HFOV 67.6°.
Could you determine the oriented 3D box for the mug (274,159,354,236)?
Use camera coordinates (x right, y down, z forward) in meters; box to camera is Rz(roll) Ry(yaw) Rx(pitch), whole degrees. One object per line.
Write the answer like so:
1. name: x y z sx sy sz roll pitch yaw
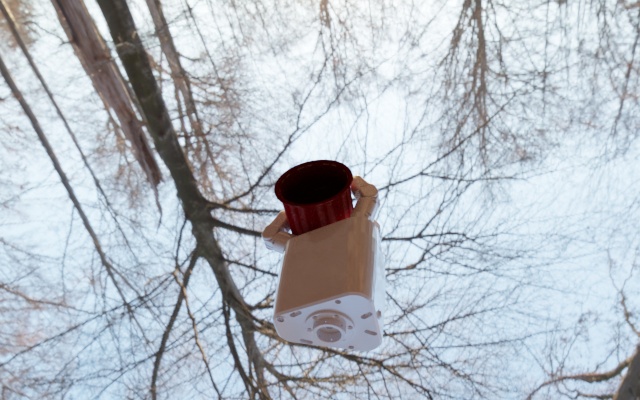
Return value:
1. mug: 0.000 0.001 0.586 0.093 0.082 0.117 -4 37 12
